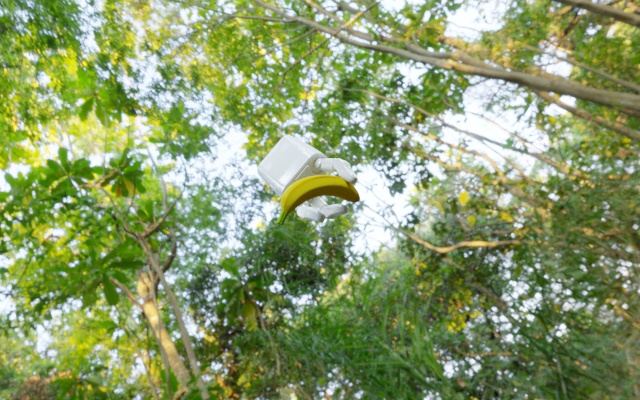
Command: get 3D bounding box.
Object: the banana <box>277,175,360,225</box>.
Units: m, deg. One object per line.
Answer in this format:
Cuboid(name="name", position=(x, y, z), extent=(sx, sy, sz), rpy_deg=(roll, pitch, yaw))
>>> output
Cuboid(name="banana", position=(0.000, -0.013, 0.846), extent=(0.198, 0.070, 0.037), rpy_deg=(-14, 34, -39))
